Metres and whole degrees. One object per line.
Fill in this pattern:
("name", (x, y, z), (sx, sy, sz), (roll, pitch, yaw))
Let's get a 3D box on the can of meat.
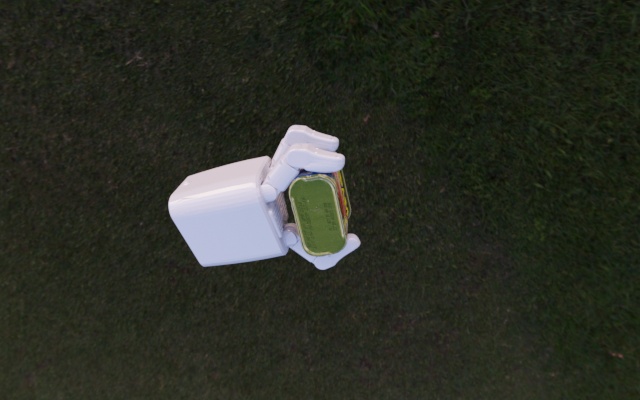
("can of meat", (0.000, 0.002, 0.547), (0.057, 0.102, 0.084), (-10, 23, 9))
